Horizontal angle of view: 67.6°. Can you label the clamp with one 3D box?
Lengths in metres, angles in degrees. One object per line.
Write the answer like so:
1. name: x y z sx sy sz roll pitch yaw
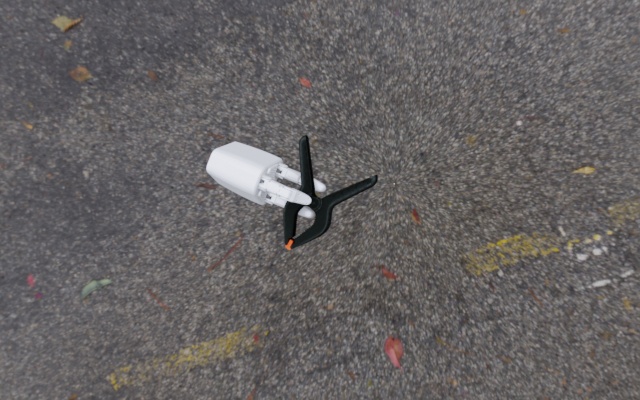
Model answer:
1. clamp: 0.000 0.003 0.889 0.164 0.210 0.036 24 6 13
